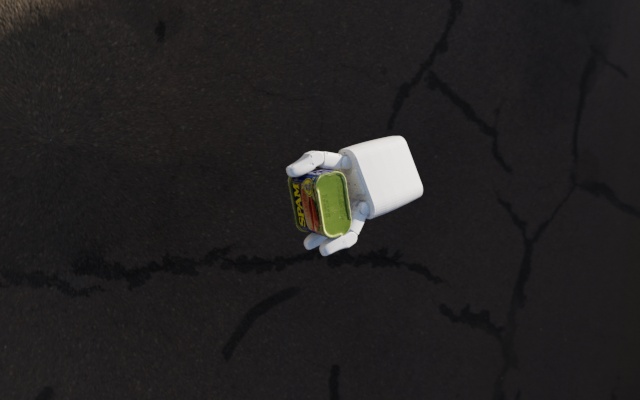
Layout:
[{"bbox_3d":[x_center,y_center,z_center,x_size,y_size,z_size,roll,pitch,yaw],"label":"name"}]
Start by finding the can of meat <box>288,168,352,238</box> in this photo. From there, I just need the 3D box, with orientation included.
[{"bbox_3d":[0.000,0.002,0.719,0.057,0.102,0.084,-16,14,-28],"label":"can of meat"}]
